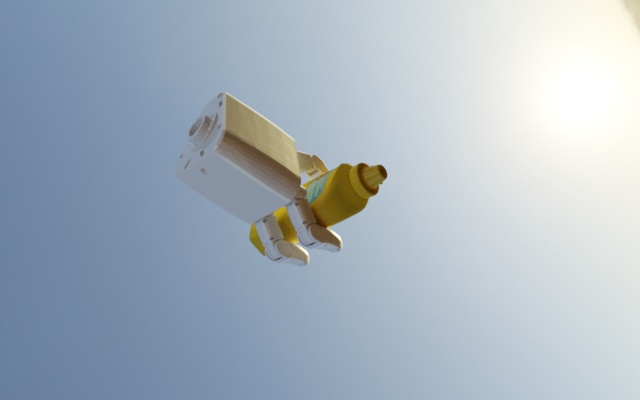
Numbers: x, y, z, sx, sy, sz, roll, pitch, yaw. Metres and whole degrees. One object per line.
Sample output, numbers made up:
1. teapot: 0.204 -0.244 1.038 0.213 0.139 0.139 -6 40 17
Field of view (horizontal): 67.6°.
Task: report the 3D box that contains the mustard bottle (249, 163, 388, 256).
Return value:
1. mustard bottle: 0.000 0.002 0.585 0.192 0.058 0.096 -27 18 36
